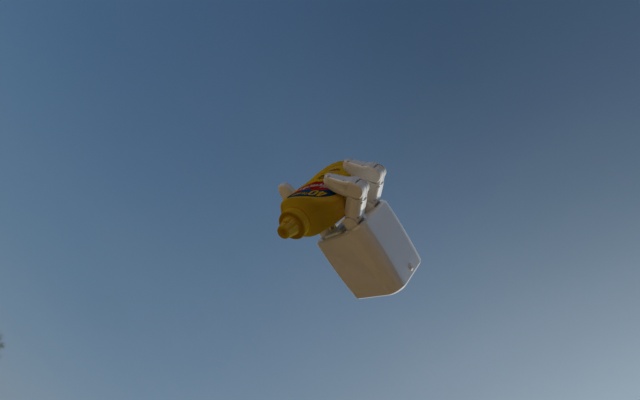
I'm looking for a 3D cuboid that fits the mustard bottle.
[{"bbox_3d":[0.000,0.002,0.666,0.096,0.058,0.191,0,24,32],"label":"mustard bottle"}]
